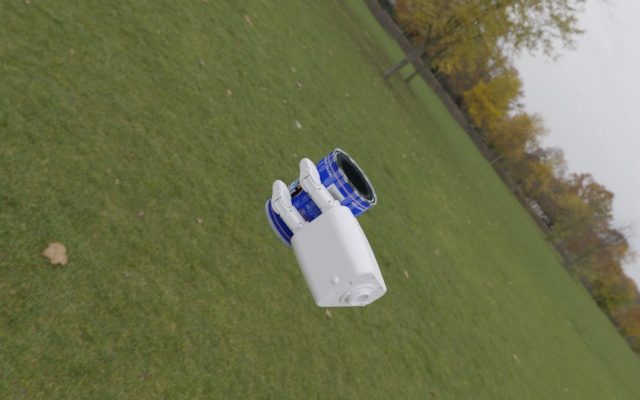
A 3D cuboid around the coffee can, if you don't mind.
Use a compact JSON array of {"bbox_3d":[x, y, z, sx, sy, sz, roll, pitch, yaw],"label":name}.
[{"bbox_3d":[0.000,0.002,0.732,0.140,0.102,0.103,-36,-14,20],"label":"coffee can"}]
